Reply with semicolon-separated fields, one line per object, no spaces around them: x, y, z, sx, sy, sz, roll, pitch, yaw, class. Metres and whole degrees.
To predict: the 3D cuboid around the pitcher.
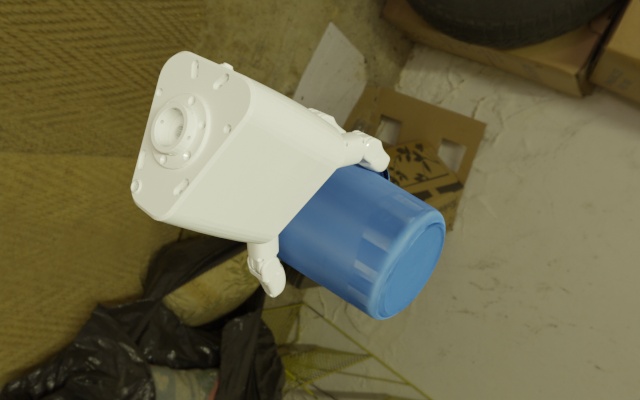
0.000;0.002;0.473;0.242;0.149;0.145;31;3;32;pitcher
